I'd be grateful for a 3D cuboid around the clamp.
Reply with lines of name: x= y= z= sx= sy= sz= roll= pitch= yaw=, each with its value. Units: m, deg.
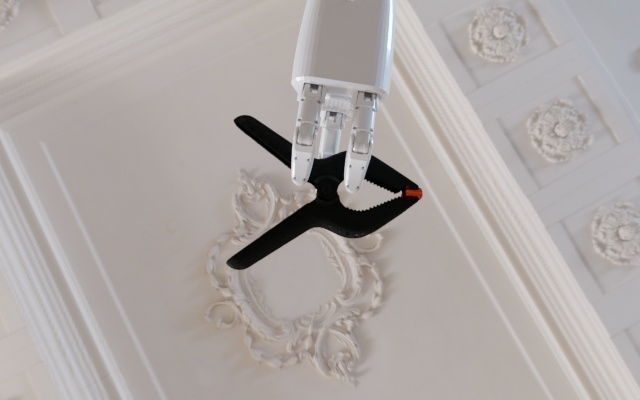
clamp: x=0.001 y=0.002 z=0.506 sx=0.210 sy=0.164 sz=0.036 roll=8 pitch=-9 yaw=-2
